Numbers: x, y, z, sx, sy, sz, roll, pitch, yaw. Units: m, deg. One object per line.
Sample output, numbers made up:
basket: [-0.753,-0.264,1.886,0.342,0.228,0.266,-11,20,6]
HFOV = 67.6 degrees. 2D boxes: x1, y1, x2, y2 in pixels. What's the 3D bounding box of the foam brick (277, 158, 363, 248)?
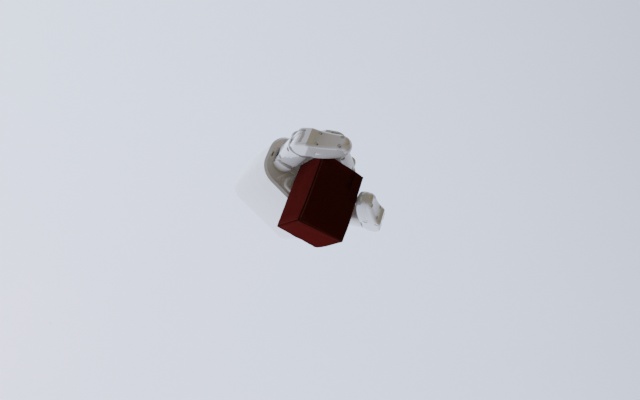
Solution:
foam brick: [0.000,0.002,0.485,0.053,0.078,0.051,31,-26,-22]
